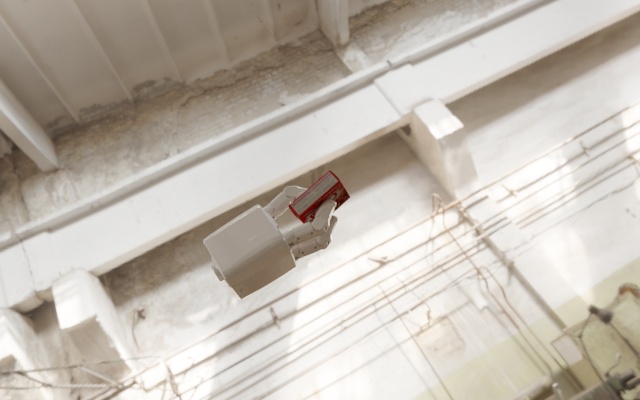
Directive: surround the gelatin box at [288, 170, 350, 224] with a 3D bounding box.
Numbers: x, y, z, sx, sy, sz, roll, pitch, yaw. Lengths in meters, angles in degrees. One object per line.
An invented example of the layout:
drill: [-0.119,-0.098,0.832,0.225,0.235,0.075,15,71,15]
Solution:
gelatin box: [0.000,0.002,0.766,0.030,0.089,0.073,48,-2,27]
